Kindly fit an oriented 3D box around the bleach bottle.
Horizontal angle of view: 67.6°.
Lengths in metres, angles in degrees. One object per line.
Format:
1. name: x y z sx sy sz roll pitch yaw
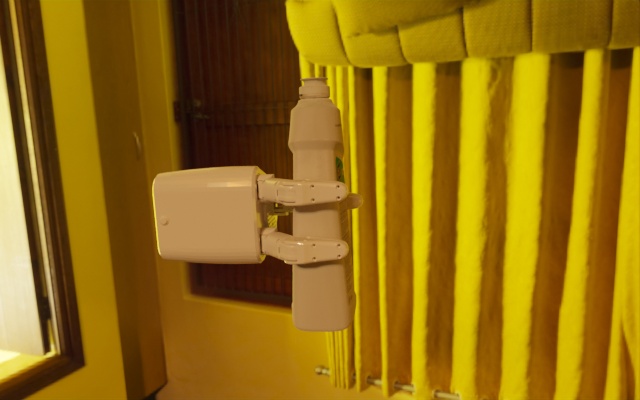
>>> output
1. bleach bottle: 0.000 0.002 0.501 0.068 0.251 0.102 -1 9 6
